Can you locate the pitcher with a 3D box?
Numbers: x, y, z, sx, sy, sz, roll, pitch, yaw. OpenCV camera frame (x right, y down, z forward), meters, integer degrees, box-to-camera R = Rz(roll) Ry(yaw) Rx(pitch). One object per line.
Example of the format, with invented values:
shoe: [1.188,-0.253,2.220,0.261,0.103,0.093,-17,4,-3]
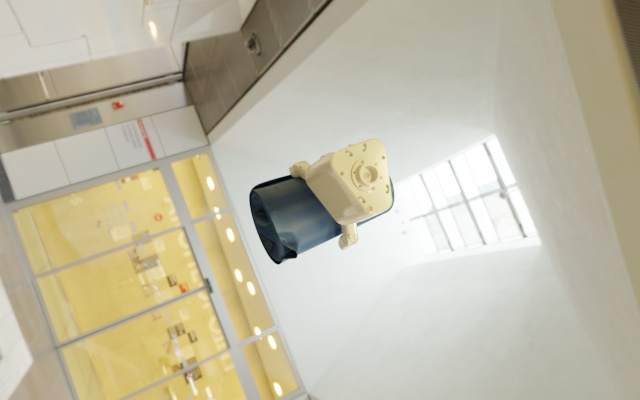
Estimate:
pitcher: [0.000,0.003,0.849,0.243,0.149,0.145,-20,-3,-21]
